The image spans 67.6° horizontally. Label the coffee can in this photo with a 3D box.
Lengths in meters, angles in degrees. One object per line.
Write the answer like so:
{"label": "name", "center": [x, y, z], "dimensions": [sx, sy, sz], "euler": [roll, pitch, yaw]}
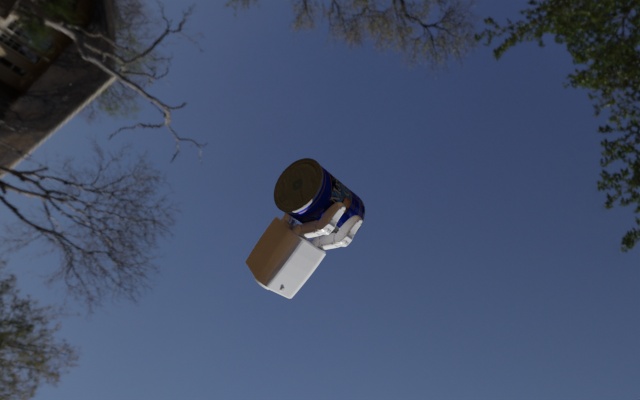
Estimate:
{"label": "coffee can", "center": [0.000, 0.003, 0.853], "dimensions": [0.103, 0.102, 0.140], "euler": [0, -26, 40]}
